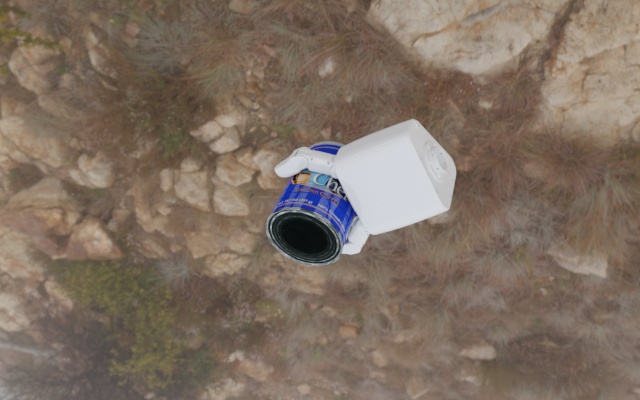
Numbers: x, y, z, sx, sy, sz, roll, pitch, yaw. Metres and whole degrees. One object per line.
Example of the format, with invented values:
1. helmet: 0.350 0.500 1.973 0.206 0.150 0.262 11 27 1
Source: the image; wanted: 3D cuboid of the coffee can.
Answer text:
1. coffee can: 0.000 0.002 0.641 0.103 0.103 0.140 0 41 24
